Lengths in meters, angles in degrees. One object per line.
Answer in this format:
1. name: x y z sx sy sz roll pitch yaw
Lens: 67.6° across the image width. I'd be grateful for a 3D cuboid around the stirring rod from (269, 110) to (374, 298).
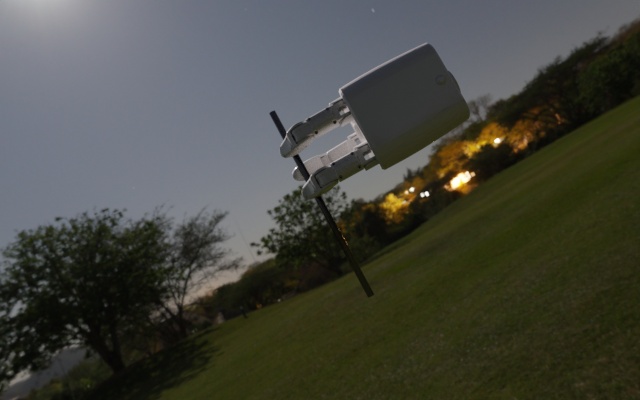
1. stirring rod: 0.000 0.002 0.548 0.011 0.239 0.011 -28 -6 -3
